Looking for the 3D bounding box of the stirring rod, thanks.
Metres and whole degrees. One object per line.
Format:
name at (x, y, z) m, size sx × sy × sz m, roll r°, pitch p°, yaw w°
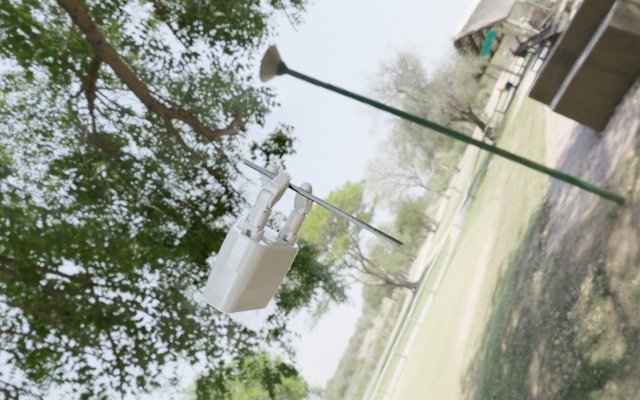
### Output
stirring rod at (0.000, 0.002, 0.630) m, size 0.239 × 0.011 × 0.011 m, roll 28°, pitch 6°, yaw 12°
